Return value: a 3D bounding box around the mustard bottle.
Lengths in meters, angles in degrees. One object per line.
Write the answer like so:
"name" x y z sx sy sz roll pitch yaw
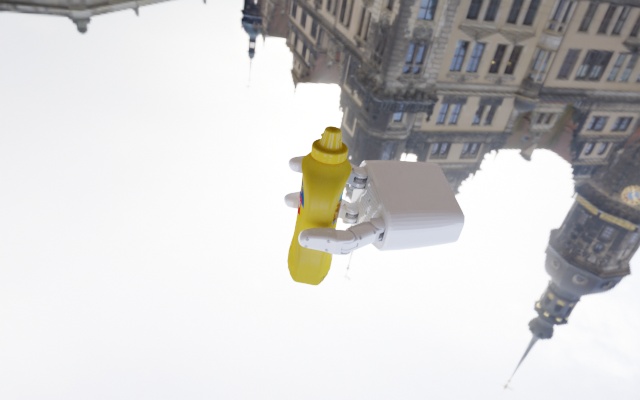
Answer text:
"mustard bottle" 0.000 0.002 0.567 0.058 0.192 0.096 11 33 1
